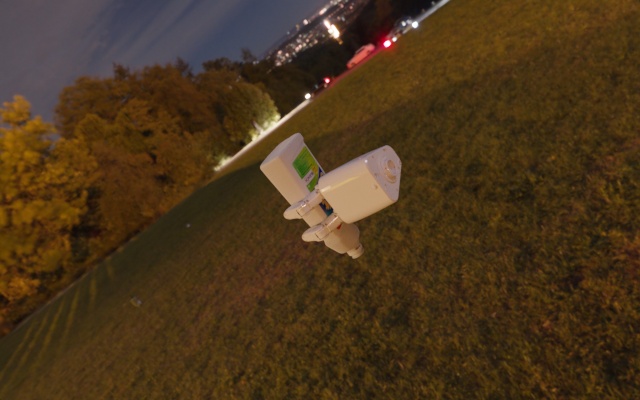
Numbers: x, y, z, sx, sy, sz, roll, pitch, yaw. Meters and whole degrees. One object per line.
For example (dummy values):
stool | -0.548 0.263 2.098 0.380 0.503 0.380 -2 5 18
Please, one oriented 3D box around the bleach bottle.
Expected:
bleach bottle | 0.000 0.003 0.887 0.068 0.251 0.102 -26 21 38
